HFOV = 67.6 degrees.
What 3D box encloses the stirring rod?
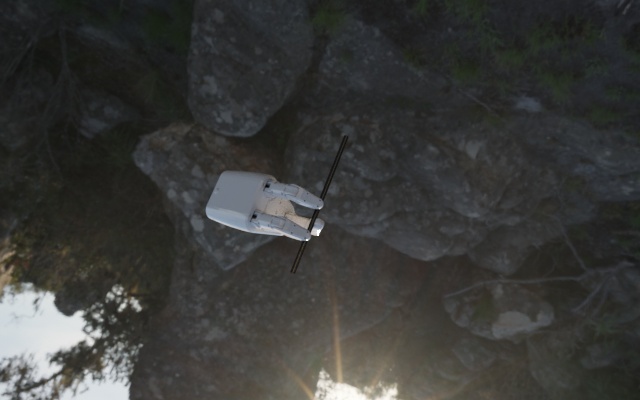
[{"bbox_3d":[0.000,0.002,0.761,0.011,0.239,0.011,20,-14,5],"label":"stirring rod"}]
